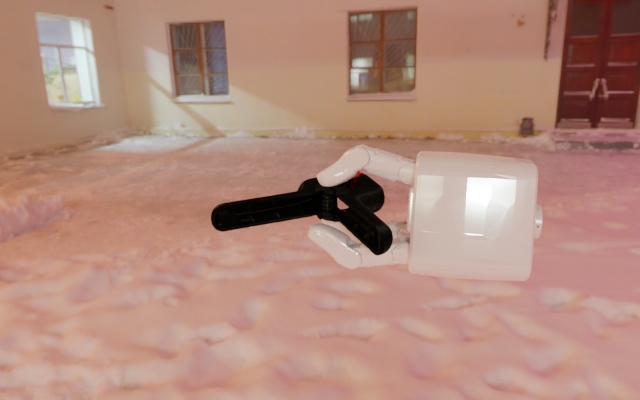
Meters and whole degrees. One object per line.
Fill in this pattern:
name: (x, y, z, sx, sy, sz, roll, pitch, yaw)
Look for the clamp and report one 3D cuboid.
clamp: (0.000, 0.001, 0.486, 0.164, 0.036, 0.210, 6, 16, 13)
